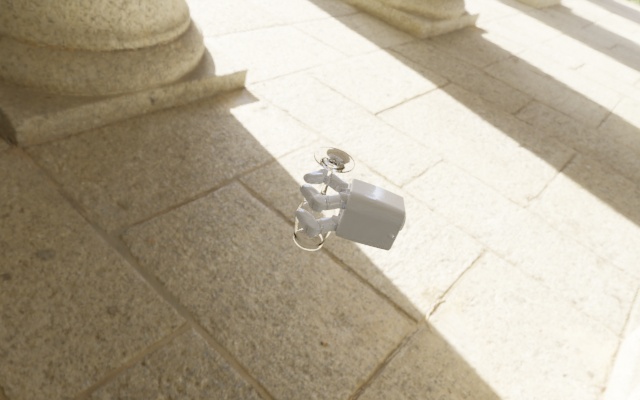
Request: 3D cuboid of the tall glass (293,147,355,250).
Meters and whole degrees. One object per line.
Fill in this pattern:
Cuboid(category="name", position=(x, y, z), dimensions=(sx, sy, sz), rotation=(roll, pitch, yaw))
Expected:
Cuboid(category="tall glass", position=(0.000, 0.002, 0.889), dimensions=(0.079, 0.201, 0.079), rotation=(11, 39, -9))
